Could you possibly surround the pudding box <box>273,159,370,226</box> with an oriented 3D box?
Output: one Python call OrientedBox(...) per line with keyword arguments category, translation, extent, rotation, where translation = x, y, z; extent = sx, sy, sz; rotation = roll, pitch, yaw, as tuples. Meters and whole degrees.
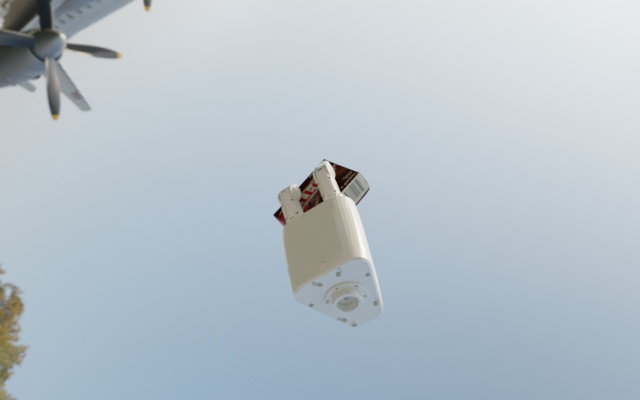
OrientedBox(category="pudding box", translation=(0.000, 0.002, 0.648), extent=(0.039, 0.113, 0.090), rotation=(51, -13, -34))
